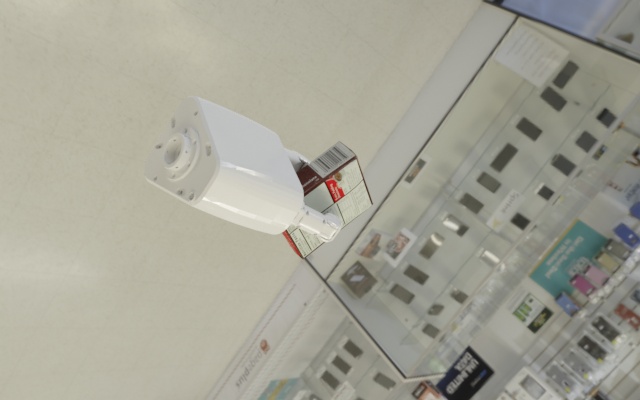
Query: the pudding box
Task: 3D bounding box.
[{"bbox_3d":[0.000,0.002,0.544,0.113,0.090,0.039,-36,49,-10],"label":"pudding box"}]
